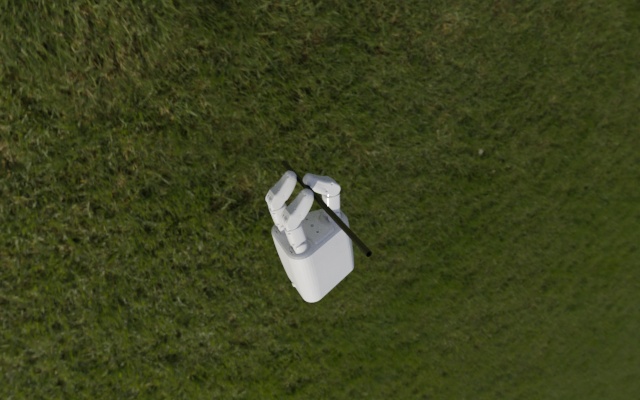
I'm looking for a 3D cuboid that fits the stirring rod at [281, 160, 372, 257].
[{"bbox_3d":[0.000,0.002,0.635,0.011,0.011,0.239,0,30,-32],"label":"stirring rod"}]
